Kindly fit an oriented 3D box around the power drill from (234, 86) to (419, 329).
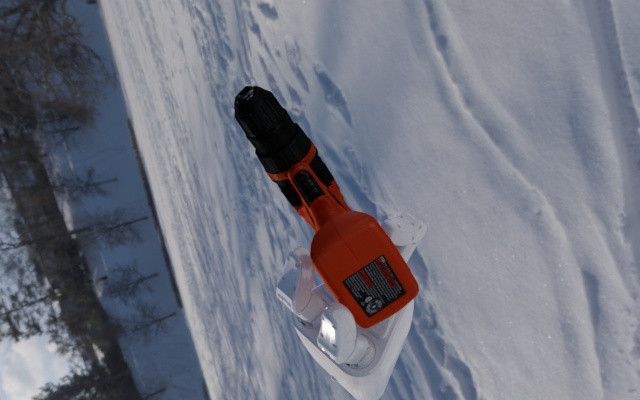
[{"bbox_3d":[0.000,0.002,0.403,0.057,0.184,0.187,-35,36,3],"label":"power drill"}]
